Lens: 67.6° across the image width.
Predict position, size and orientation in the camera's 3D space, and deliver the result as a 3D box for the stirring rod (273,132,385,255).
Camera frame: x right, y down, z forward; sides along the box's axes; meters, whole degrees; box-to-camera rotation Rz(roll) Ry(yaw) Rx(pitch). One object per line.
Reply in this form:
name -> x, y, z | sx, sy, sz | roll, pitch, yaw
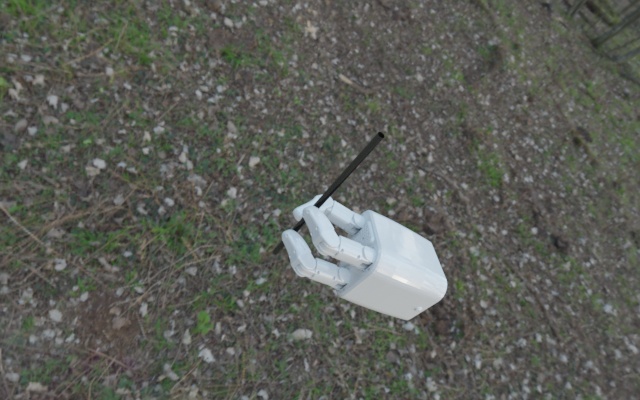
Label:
stirring rod -> 0.000, 0.002, 0.552 | 0.011, 0.011, 0.240 | 0, -34, -37
